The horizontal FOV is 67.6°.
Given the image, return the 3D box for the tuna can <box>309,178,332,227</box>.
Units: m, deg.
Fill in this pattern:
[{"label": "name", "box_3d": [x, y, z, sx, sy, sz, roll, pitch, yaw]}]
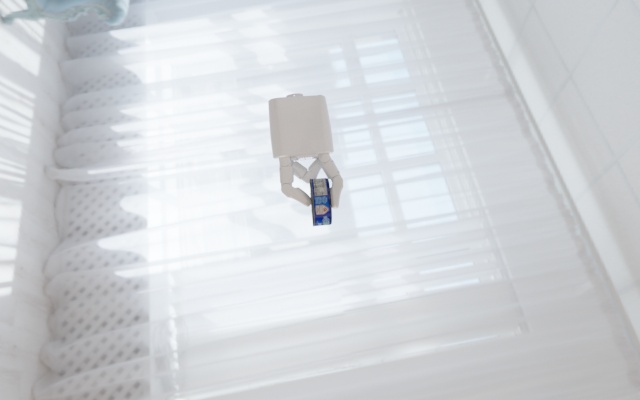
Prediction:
[{"label": "tuna can", "box_3d": [0.001, 0.003, 0.848, 0.034, 0.086, 0.086, -4, 0, -3]}]
